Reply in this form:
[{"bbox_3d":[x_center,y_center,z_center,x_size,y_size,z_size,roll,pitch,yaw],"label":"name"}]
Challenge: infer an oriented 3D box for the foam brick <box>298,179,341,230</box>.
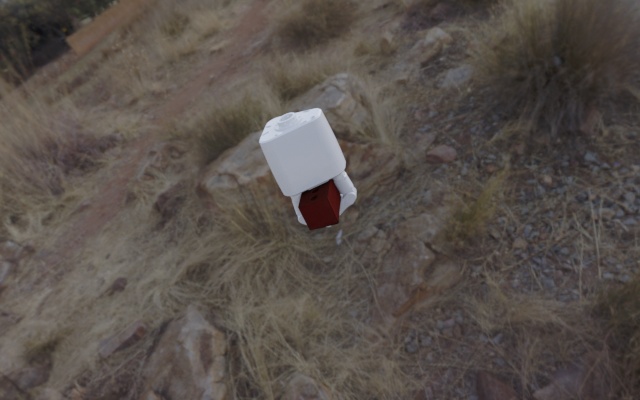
[{"bbox_3d":[0.000,0.003,0.791,0.053,0.051,0.078,-16,30,16],"label":"foam brick"}]
